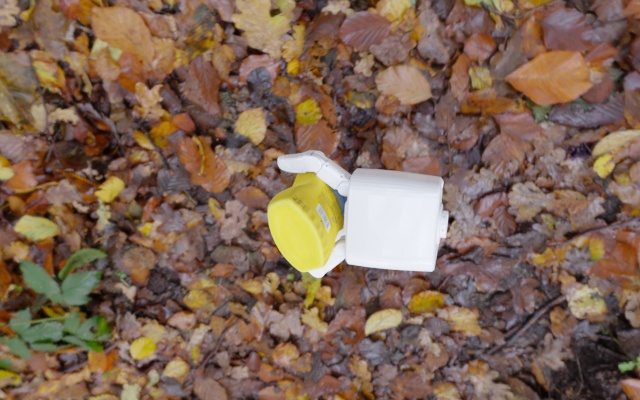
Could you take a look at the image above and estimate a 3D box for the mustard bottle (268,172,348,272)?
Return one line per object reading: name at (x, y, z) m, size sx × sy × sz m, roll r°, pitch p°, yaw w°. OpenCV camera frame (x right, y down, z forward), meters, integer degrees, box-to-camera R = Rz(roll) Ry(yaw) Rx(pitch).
mustard bottle at (0.000, 0.002, 0.613) m, size 0.058 × 0.096 × 0.191 m, roll -19°, pitch 18°, yaw 26°
